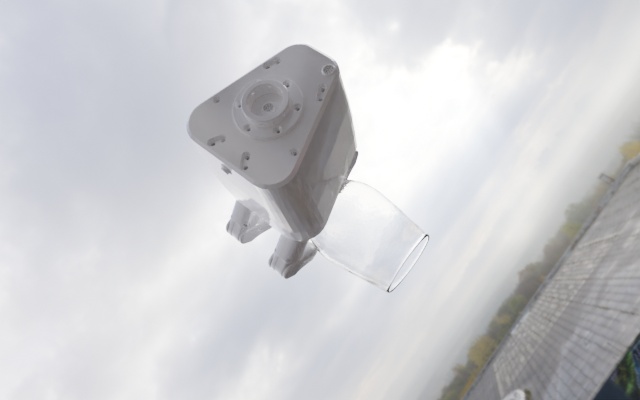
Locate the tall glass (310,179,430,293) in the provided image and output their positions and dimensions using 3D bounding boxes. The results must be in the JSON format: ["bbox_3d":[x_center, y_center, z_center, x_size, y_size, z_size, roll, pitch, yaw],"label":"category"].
[{"bbox_3d":[0.000,0.001,0.446,0.201,0.079,0.079,35,13,20],"label":"tall glass"}]
